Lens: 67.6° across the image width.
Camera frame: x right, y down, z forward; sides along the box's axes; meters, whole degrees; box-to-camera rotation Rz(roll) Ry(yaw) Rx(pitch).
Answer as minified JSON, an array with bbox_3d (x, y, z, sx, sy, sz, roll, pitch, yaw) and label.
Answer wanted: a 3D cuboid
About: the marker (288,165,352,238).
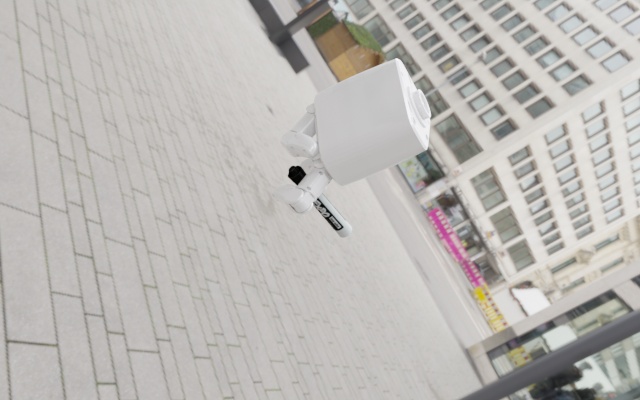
[{"bbox_3d":[0.000,0.002,0.561,0.020,0.020,0.121,0,-38,42],"label":"marker"}]
